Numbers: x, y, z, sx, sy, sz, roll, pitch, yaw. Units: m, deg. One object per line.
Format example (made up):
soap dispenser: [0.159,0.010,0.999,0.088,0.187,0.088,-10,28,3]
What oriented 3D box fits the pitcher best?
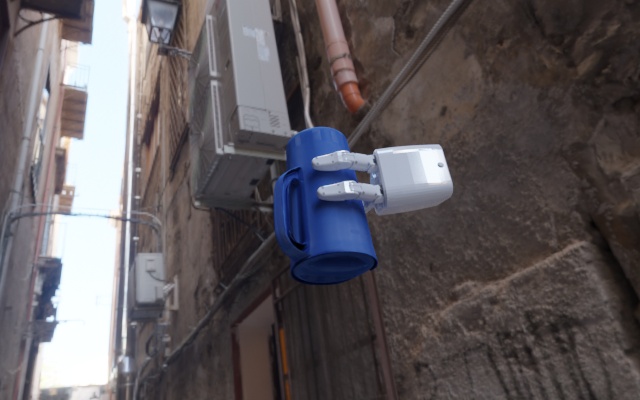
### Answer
pitcher: [0.000,0.003,0.765,0.145,0.242,0.149,-7,-29,-2]
